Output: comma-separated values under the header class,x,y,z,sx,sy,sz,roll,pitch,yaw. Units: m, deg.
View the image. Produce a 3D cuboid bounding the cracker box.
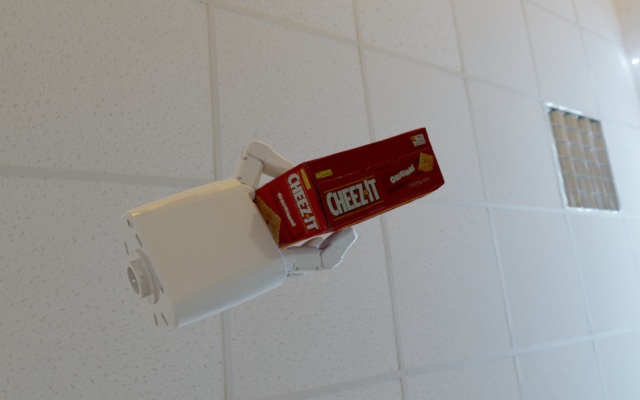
class,x,y,z,sx,sy,sz,roll,pitch,yaw
cracker box,0.000,0.002,0.522,0.164,0.072,0.214,-20,-1,-37
